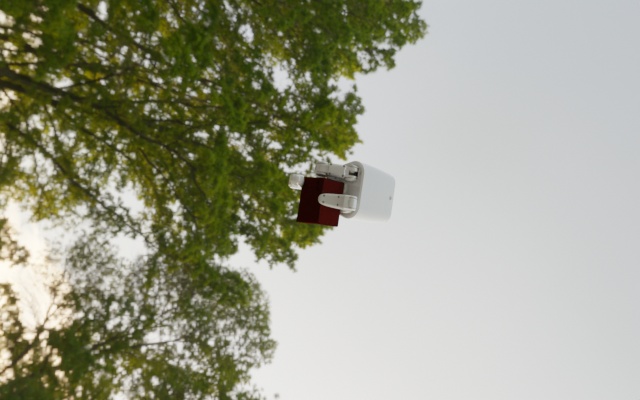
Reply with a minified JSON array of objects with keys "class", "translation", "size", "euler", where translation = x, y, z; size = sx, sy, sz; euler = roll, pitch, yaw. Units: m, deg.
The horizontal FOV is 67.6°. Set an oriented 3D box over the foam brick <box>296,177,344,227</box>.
[{"class":"foam brick","translation":[0.000,0.003,0.797],"size":[0.053,0.078,0.051],"euler":[5,-6,44]}]
